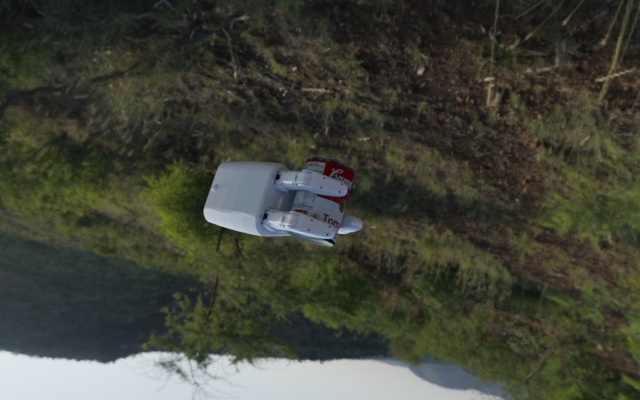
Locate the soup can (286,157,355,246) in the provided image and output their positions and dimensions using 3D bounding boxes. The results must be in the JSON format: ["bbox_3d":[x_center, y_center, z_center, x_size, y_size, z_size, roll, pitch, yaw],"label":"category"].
[{"bbox_3d":[0.000,0.002,0.627,0.068,0.102,0.068,16,-12,3],"label":"soup can"}]
